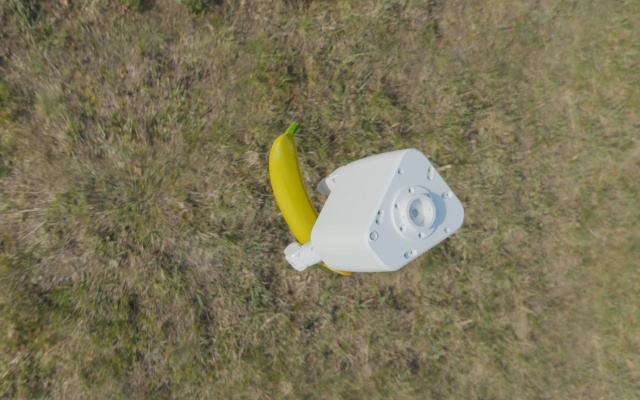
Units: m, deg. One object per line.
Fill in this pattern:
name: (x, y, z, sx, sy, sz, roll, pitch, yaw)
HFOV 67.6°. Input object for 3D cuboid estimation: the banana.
banana: (-0.016, 0.004, 0.560, 0.069, 0.198, 0.037, -21, 1, -31)
